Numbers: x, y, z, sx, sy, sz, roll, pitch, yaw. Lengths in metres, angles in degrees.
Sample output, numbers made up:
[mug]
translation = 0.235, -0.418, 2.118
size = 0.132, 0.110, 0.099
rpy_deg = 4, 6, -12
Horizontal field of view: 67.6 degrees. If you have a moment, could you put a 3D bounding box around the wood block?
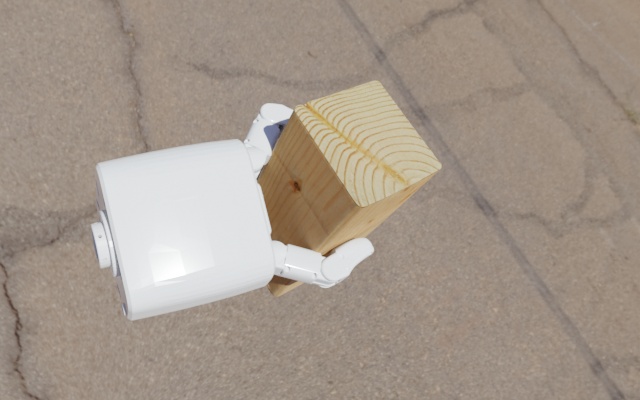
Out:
[wood block]
translation = 0.000, 0.002, 0.433
size = 0.090, 0.091, 0.206
rpy_deg = -25, -15, -32
